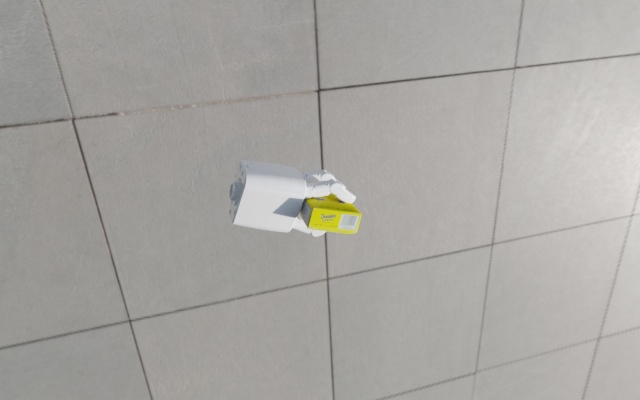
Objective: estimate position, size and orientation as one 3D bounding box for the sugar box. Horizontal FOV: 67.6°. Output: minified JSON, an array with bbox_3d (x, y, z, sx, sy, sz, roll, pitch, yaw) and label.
[{"bbox_3d":[0.000,0.002,0.880,0.093,0.048,0.176,8,21,-21],"label":"sugar box"}]
